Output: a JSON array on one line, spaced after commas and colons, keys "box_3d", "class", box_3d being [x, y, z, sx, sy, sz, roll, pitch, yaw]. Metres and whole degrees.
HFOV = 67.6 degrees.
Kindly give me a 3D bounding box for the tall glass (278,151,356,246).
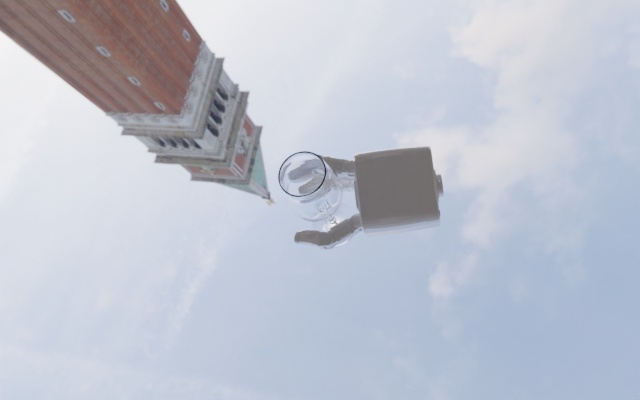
[{"box_3d": [0.000, 0.003, 0.673, 0.079, 0.079, 0.201, 0, -21, 15], "class": "tall glass"}]
